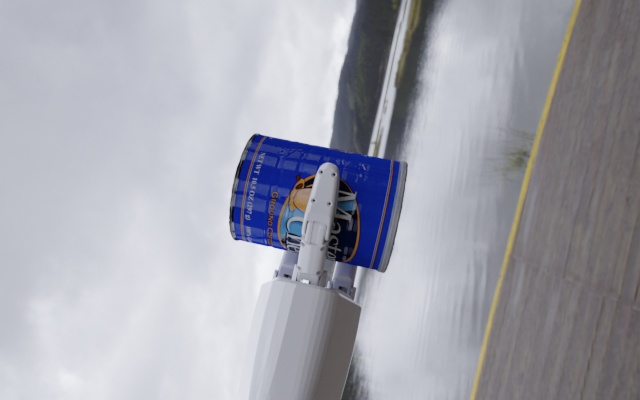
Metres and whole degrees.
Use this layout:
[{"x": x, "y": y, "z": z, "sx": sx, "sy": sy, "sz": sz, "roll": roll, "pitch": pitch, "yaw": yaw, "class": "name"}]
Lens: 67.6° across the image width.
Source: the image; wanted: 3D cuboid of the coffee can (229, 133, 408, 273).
[{"x": 0.000, "y": 0.001, "z": 0.439, "sx": 0.140, "sy": 0.103, "sz": 0.103, "roll": 12, "pitch": 1, "yaw": 5, "class": "coffee can"}]
